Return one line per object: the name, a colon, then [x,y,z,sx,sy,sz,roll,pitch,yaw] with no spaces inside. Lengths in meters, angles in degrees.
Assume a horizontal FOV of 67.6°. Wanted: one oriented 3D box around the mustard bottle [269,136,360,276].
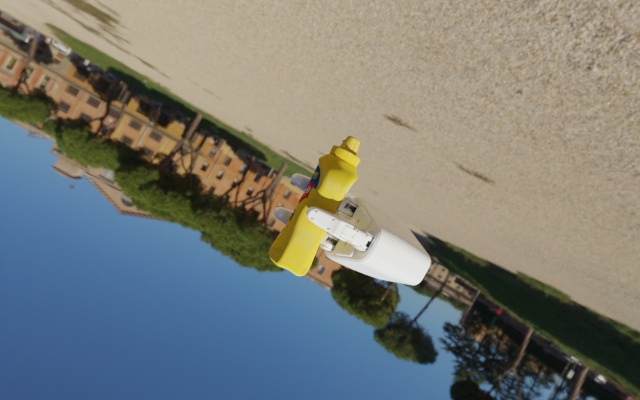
mustard bottle: [0.000,0.002,0.636,0.058,0.191,0.096,29,1,-5]
